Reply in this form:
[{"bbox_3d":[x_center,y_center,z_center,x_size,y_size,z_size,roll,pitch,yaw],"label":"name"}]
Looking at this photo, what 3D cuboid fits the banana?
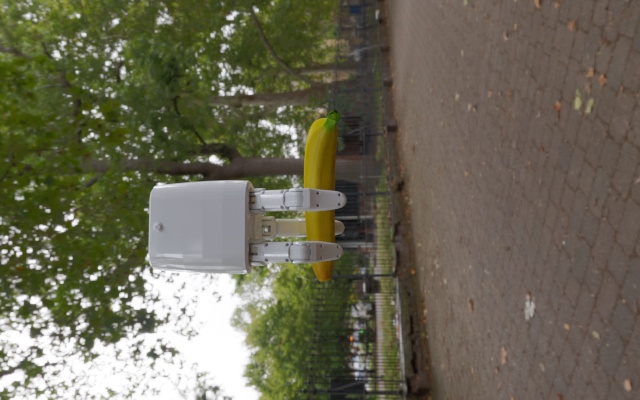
[{"bbox_3d":[0.000,-0.008,0.544,0.037,0.198,0.069,0,20,-2],"label":"banana"}]
